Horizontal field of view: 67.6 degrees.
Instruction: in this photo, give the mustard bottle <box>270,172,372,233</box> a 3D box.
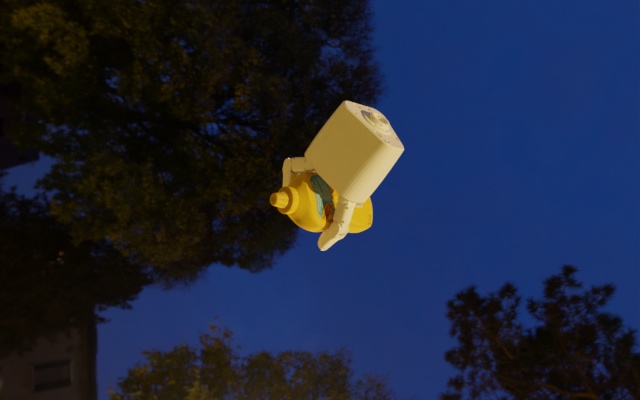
[{"bbox_3d":[0.000,0.003,0.760,0.191,0.096,0.058,4,-23,-45],"label":"mustard bottle"}]
